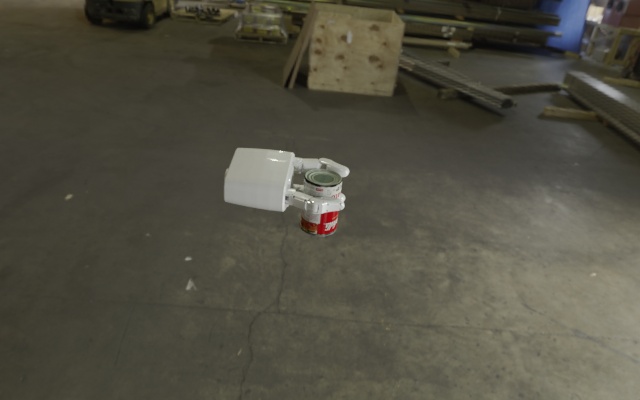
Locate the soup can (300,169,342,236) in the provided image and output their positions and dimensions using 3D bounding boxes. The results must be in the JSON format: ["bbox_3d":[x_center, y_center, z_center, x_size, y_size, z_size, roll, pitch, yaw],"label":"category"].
[{"bbox_3d":[0.001,0.003,0.847,0.068,0.102,0.068,5,29,-3],"label":"soup can"}]
